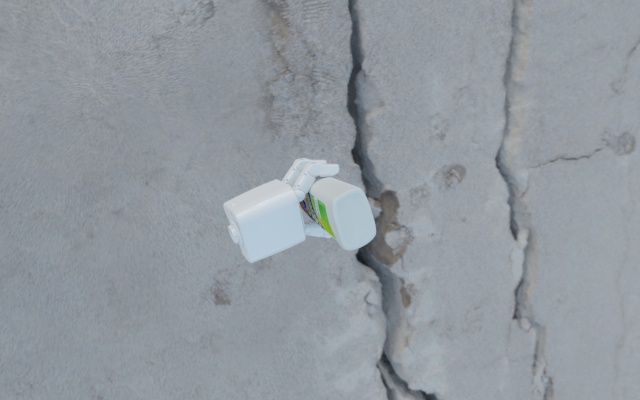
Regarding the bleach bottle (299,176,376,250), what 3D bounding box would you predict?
[{"bbox_3d":[0.000,0.003,0.848,0.068,0.103,0.250,-25,21,-18],"label":"bleach bottle"}]
